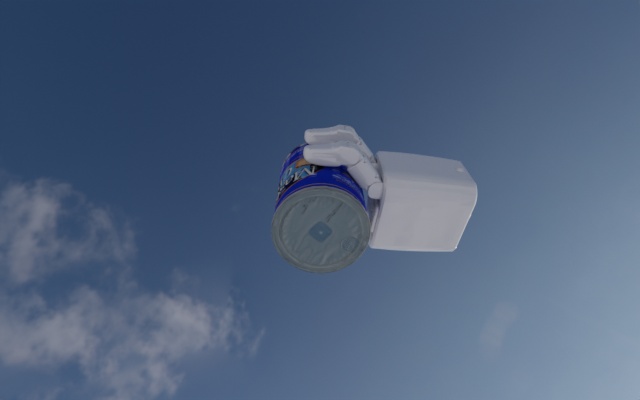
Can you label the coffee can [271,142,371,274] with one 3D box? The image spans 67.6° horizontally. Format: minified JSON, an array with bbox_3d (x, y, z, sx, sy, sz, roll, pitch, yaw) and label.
[{"bbox_3d":[0.000,0.002,0.551,0.103,0.103,0.140,0,27,0],"label":"coffee can"}]
